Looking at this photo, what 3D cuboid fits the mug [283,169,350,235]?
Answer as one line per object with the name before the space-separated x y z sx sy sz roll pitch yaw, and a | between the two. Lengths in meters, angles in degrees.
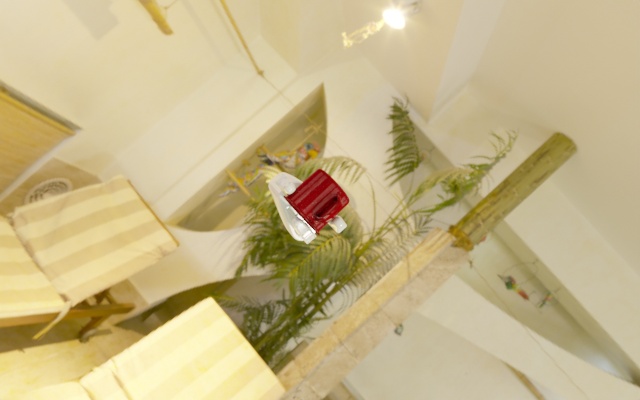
mug | 0.001 0.003 0.820 0.081 0.093 0.117 -43 26 -5
